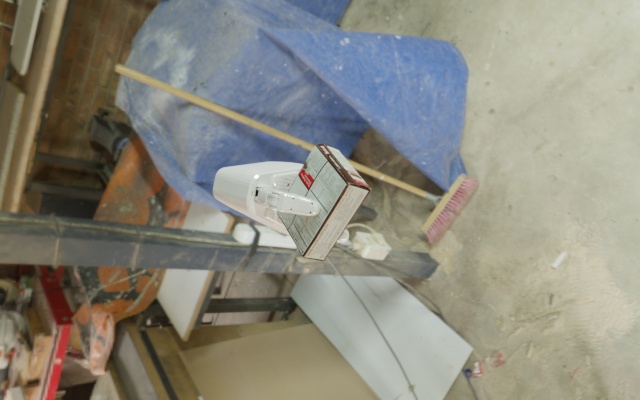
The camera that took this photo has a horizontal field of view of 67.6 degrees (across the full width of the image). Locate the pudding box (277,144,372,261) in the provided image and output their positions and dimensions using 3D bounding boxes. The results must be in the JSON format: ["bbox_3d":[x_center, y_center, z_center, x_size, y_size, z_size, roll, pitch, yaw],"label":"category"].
[{"bbox_3d":[0.000,0.002,0.573,0.039,0.113,0.090,10,31,-38],"label":"pudding box"}]
